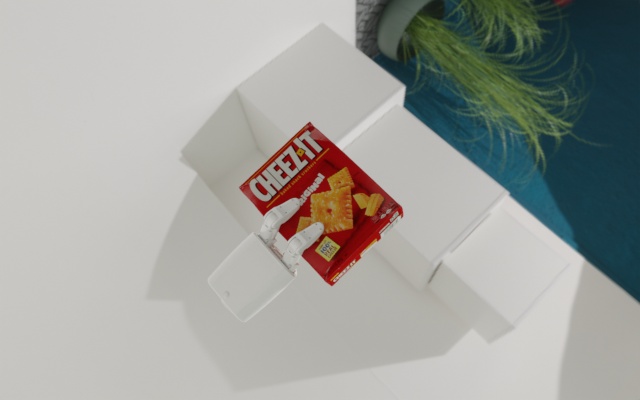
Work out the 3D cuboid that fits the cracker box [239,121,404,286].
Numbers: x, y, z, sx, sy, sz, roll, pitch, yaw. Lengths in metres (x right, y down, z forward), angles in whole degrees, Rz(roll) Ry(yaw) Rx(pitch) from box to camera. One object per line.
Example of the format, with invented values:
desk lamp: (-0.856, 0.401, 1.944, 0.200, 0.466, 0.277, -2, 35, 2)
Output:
cracker box: (0.000, 0.003, 0.765, 0.213, 0.164, 0.072, 45, -4, 19)
